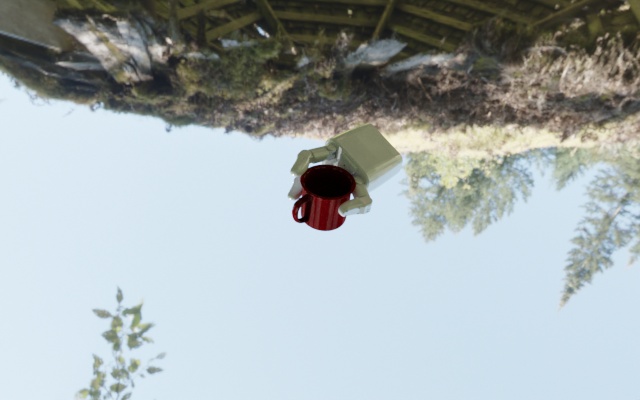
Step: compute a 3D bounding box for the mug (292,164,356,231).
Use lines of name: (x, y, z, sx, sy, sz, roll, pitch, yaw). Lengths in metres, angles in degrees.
mug: (-0.001, 0.003, 0.807, 0.117, 0.082, 0.093, -29, 53, -34)
